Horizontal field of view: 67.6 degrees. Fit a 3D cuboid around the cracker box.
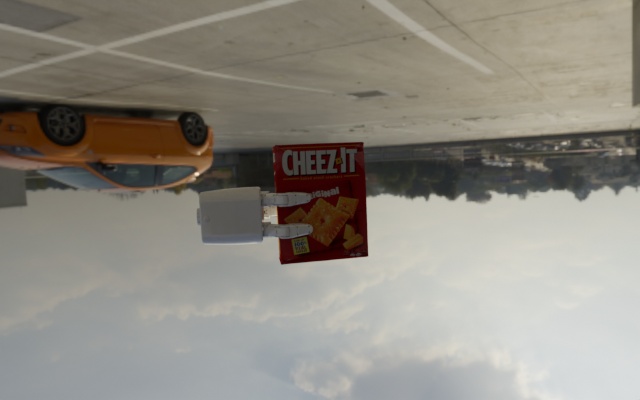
[{"bbox_3d":[0.000,0.003,0.874,0.164,0.214,0.072,-3,5,-8],"label":"cracker box"}]
